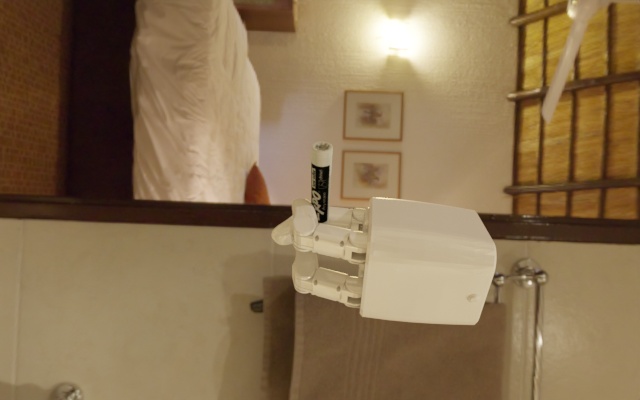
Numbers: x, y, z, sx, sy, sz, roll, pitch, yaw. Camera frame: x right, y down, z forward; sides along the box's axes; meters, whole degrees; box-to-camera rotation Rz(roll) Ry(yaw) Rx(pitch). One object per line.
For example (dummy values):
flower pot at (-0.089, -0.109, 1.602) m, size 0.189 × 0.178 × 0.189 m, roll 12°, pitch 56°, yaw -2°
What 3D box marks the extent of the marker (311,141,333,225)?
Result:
marker at (0.000, 0.001, 0.449) m, size 0.020 × 0.121 × 0.020 m, roll 1°, pitch 37°, yaw -1°
